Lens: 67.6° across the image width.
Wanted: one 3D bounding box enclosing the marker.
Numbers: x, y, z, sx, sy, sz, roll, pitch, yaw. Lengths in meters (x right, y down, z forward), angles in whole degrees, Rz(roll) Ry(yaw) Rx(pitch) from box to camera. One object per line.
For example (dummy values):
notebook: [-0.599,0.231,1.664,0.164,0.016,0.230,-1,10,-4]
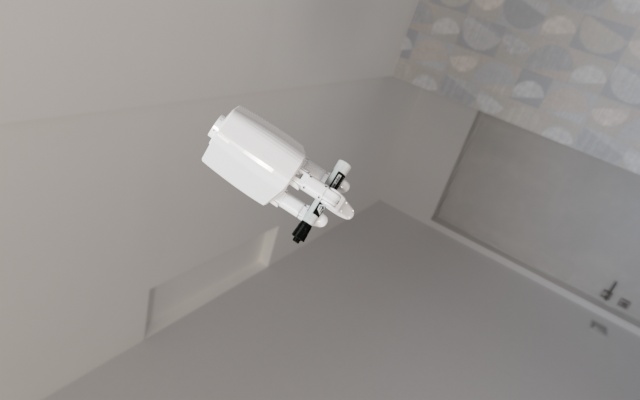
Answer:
marker: [0.000,0.002,0.611,0.020,0.121,0.020,32,-8,5]
